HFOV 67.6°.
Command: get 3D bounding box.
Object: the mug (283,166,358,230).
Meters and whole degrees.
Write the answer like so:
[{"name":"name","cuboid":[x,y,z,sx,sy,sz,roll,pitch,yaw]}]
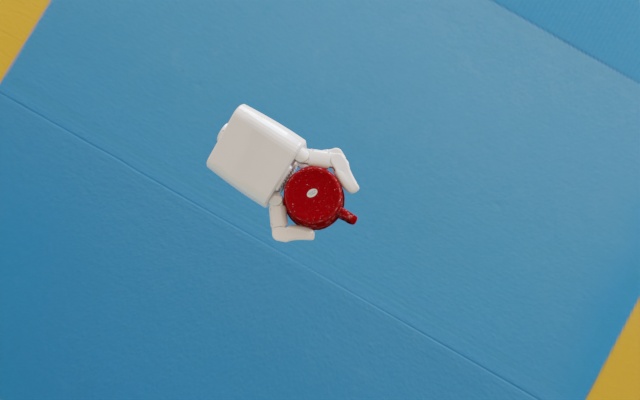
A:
[{"name":"mug","cuboid":[0.001,0.003,0.686,0.117,0.093,0.081,32,-3,3]}]
